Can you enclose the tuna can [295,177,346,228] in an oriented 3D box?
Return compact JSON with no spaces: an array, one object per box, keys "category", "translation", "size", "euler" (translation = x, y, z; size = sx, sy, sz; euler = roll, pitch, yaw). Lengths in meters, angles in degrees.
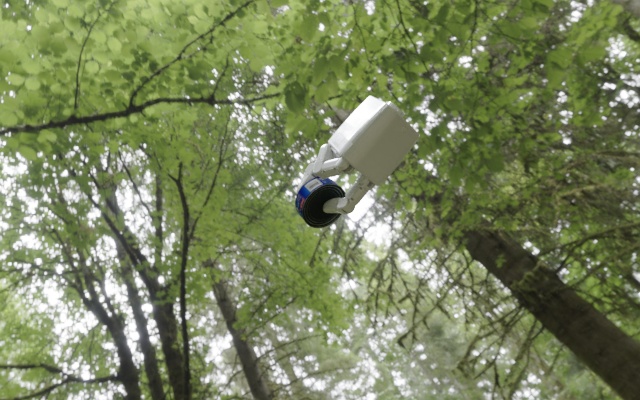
[{"category":"tuna can","translation":[0.000,0.002,0.820],"size":[0.086,0.086,0.033],"euler":[0,29,-33]}]
